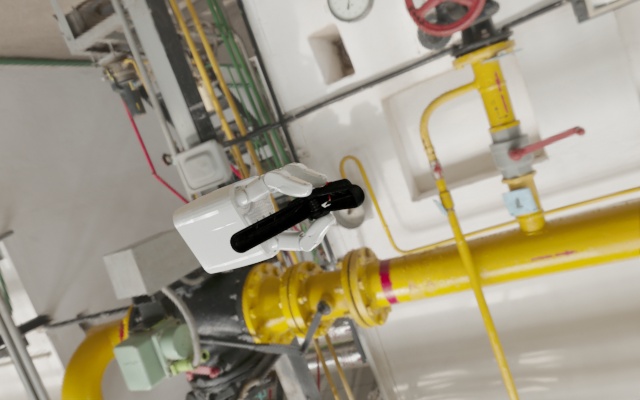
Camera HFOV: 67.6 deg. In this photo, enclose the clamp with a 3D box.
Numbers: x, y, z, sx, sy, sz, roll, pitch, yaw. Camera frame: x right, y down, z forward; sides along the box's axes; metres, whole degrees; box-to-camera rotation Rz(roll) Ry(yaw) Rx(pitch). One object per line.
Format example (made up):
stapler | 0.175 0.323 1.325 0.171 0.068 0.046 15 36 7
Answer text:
clamp | 0.000 0.003 0.601 0.164 0.036 0.210 -21 6 24
